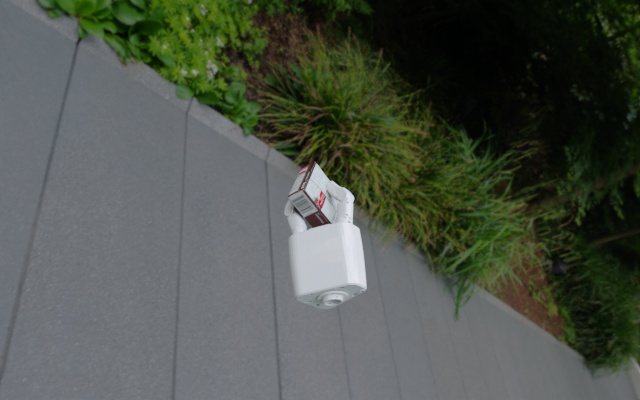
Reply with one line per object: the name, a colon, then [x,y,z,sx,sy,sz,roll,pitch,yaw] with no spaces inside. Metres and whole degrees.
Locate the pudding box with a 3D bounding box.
pudding box: [0.000,0.003,0.827,0.039,0.113,0.090,-24,27,28]
